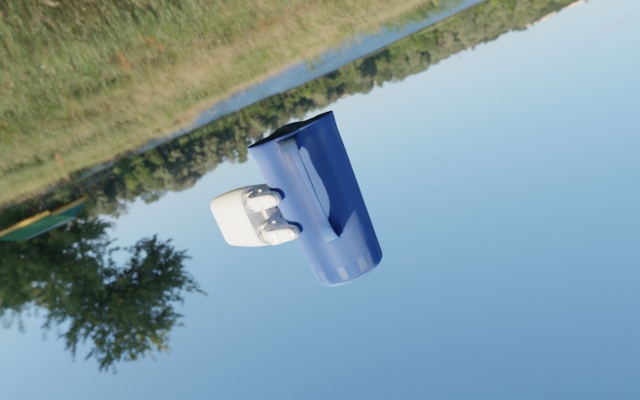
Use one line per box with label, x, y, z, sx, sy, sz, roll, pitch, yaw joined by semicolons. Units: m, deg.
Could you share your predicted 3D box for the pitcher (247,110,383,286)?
pitcher;0.000;0.002;0.698;0.145;0.243;0.149;-10;19;49
